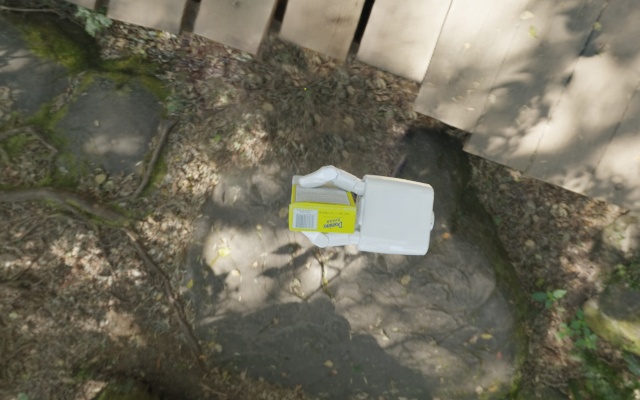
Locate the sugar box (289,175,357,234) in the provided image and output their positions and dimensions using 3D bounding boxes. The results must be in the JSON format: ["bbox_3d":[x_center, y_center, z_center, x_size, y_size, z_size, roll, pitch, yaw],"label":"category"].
[{"bbox_3d":[0.000,0.003,0.736,0.093,0.048,0.176,4,13,-2],"label":"sugar box"}]
